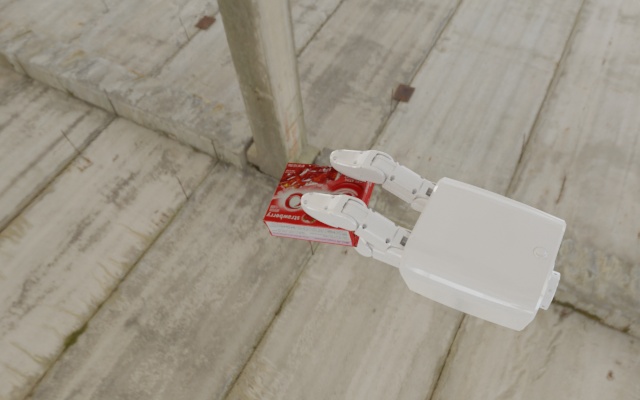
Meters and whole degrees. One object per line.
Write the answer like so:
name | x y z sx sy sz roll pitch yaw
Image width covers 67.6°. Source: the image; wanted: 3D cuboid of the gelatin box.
gelatin box | 0.000 0.002 0.453 0.089 0.073 0.030 6 -36 20
